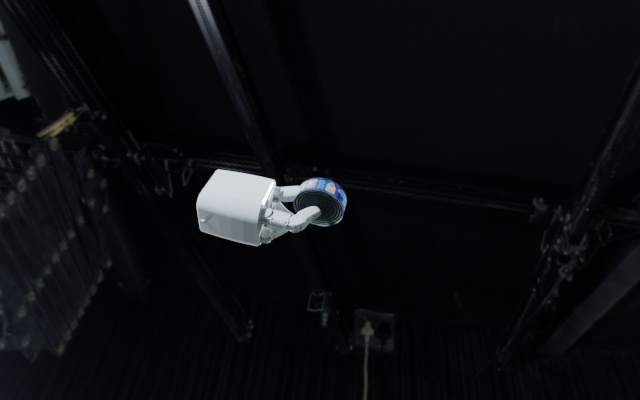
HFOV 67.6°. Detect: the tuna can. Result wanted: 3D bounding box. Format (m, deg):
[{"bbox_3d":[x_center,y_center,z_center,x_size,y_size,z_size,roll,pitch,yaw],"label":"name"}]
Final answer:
[{"bbox_3d":[0.000,0.002,0.800,0.086,0.033,0.086,10,-43,9],"label":"tuna can"}]
